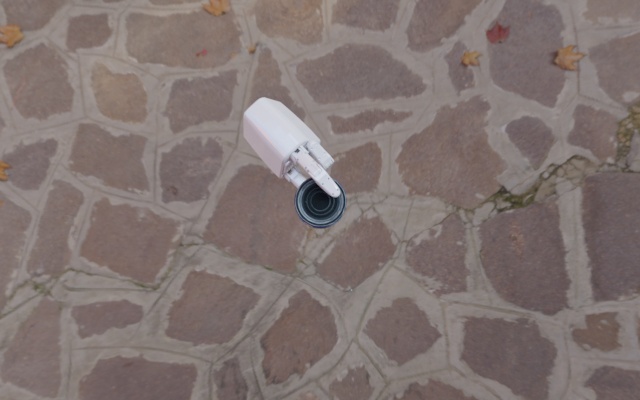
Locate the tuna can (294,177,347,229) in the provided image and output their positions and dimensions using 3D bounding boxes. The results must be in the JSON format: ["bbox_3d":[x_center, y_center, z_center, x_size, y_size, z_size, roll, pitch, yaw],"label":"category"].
[{"bbox_3d":[0.000,0.003,0.781,0.086,0.086,0.034,0,-6,0],"label":"tuna can"}]
